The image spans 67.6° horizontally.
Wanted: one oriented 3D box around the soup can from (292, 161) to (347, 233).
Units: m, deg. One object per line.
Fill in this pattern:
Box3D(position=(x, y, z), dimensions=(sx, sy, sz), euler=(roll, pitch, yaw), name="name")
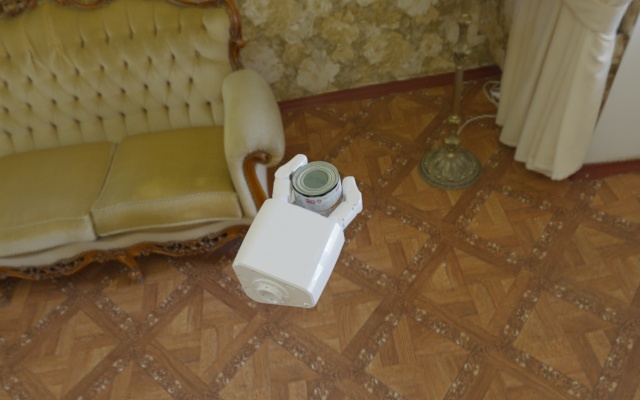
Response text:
Box3D(position=(0.000, 0.002, 0.689), dimensions=(0.068, 0.068, 0.102), euler=(0, -41, 11), name="soup can")
